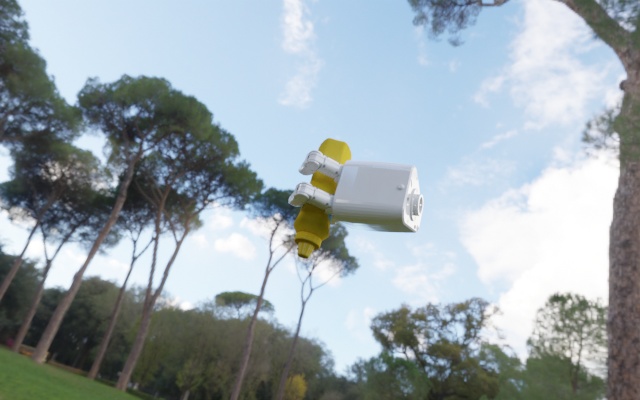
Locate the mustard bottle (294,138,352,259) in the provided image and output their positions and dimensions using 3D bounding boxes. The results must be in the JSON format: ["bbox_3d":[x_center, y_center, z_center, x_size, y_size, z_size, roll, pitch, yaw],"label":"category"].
[{"bbox_3d":[0.000,0.002,0.761,0.058,0.191,0.096,16,-25,2],"label":"mustard bottle"}]
